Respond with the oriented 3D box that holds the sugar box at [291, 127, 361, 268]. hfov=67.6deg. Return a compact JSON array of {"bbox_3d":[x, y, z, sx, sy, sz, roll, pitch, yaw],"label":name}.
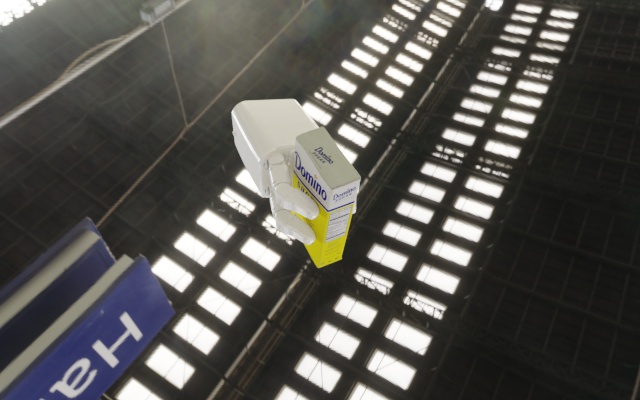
[{"bbox_3d":[0.000,0.002,0.613,0.048,0.093,0.176,-22,-33,-18],"label":"sugar box"}]
